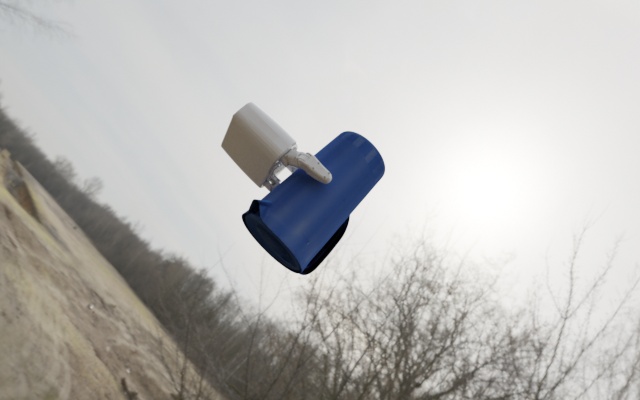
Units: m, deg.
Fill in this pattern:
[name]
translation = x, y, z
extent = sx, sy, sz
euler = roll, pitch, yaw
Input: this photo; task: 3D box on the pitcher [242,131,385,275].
[pitcher]
translation = 0.000, 0.002, 0.808
extent = 0.242, 0.145, 0.149
euler = -44, -5, -21
